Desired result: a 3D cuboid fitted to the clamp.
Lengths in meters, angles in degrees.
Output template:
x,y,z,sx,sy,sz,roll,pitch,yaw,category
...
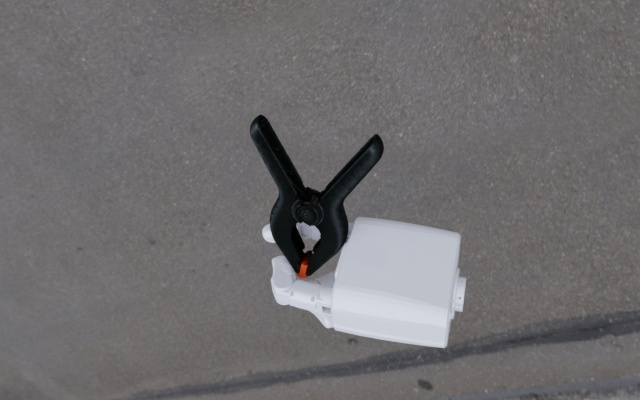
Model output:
x,y,z,sx,sy,sz,roll,pitch,yaw,category
0.000,0.002,0.456,0.120,0.172,0.039,7,34,18,clamp
